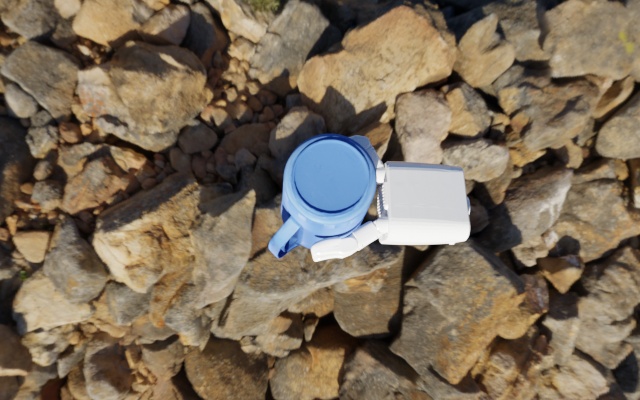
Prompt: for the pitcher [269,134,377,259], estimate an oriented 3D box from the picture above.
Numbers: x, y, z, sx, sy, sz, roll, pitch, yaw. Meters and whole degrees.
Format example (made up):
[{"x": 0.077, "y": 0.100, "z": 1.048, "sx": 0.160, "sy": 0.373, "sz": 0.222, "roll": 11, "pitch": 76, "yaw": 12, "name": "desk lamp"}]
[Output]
[{"x": 0.000, "y": 0.002, "z": 0.655, "sx": 0.145, "sy": 0.149, "sz": 0.243, "roll": 2, "pitch": -10, "yaw": -2, "name": "pitcher"}]
